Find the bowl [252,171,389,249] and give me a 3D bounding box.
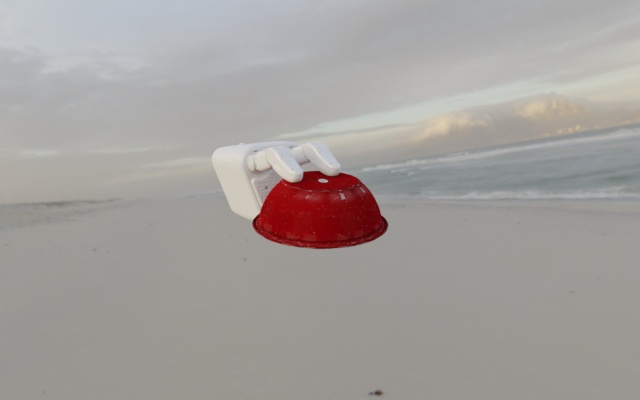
[{"bbox_3d":[0.001,0.002,0.563,0.162,0.055,0.162,1,17,0],"label":"bowl"}]
